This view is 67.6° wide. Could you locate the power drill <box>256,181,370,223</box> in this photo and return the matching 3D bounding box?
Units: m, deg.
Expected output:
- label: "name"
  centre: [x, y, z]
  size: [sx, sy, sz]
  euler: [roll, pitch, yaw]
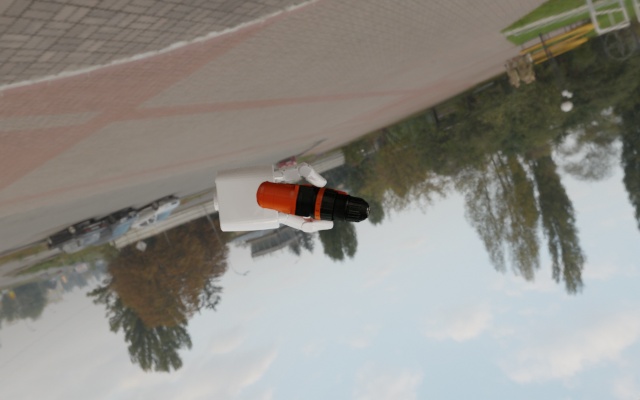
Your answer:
- label: "power drill"
  centre: [0.000, 0.003, 0.826]
  size: [0.184, 0.057, 0.187]
  euler: [11, 0, 10]
